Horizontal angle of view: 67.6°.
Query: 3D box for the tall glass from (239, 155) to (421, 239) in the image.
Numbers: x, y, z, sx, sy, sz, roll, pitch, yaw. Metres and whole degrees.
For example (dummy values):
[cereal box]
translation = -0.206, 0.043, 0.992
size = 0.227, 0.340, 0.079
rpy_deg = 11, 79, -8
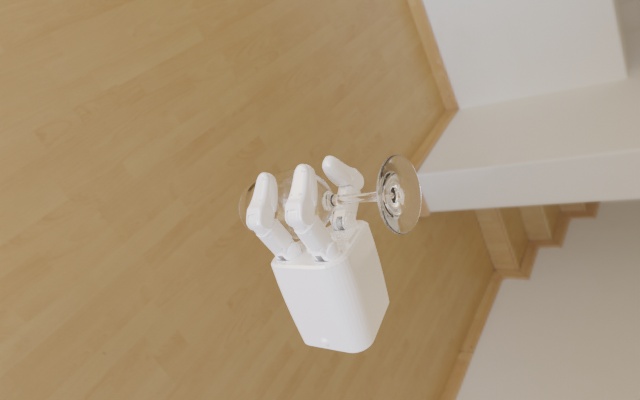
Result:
[tall glass]
translation = 0.001, 0.001, 0.506
size = 0.201, 0.079, 0.079
rpy_deg = -5, -3, 41
